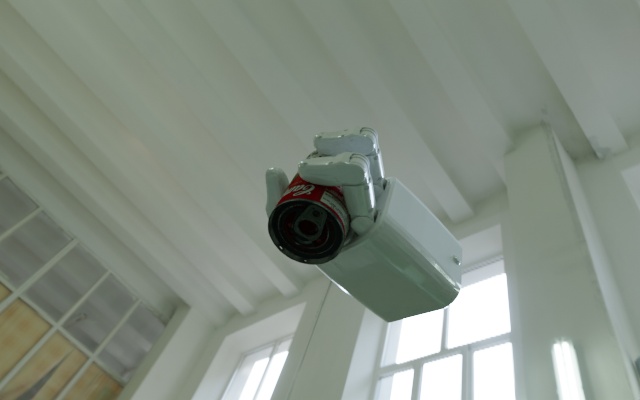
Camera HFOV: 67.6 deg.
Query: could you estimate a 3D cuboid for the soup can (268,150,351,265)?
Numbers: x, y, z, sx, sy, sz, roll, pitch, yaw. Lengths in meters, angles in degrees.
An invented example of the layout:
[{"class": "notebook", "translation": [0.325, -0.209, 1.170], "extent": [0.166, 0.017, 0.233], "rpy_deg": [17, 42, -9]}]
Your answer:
[{"class": "soup can", "translation": [0.000, 0.001, 0.446], "extent": [0.068, 0.068, 0.102], "rpy_deg": [0, 32, 18]}]
